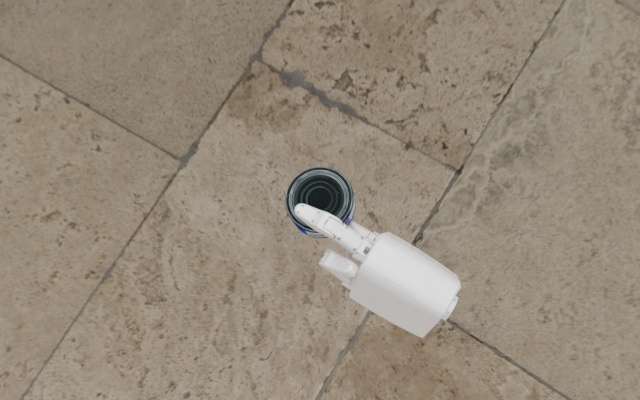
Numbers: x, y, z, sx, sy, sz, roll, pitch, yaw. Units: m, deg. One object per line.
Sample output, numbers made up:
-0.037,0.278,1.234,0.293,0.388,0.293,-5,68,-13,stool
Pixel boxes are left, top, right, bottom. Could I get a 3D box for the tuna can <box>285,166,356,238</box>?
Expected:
0.000,0.002,0.591,0.086,0.086,0.034,0,-16,8,tuna can
